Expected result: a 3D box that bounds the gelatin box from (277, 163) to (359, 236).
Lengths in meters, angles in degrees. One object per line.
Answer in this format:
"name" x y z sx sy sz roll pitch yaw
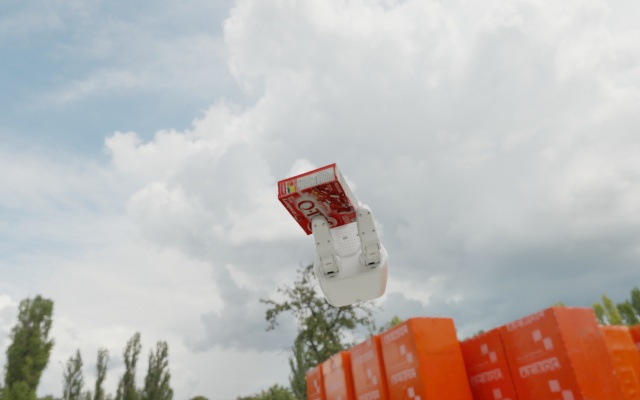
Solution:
"gelatin box" 0.000 0.001 0.563 0.073 0.030 0.089 -16 -38 14
